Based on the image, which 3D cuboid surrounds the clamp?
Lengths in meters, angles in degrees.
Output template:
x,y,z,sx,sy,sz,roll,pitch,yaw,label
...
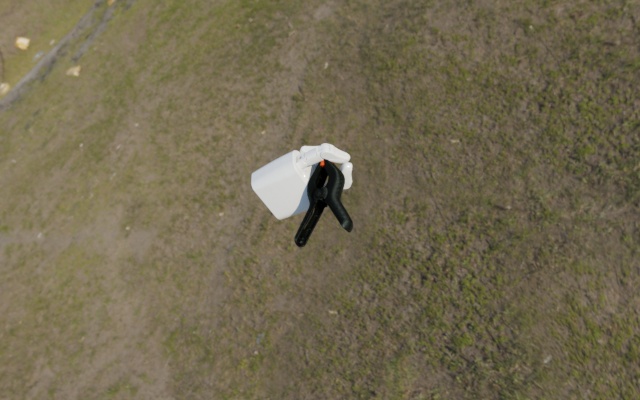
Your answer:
x,y,z,sx,sy,sz,roll,pitch,yaw,label
0.000,0.002,0.852,0.120,0.171,0.039,-24,-43,24,clamp
